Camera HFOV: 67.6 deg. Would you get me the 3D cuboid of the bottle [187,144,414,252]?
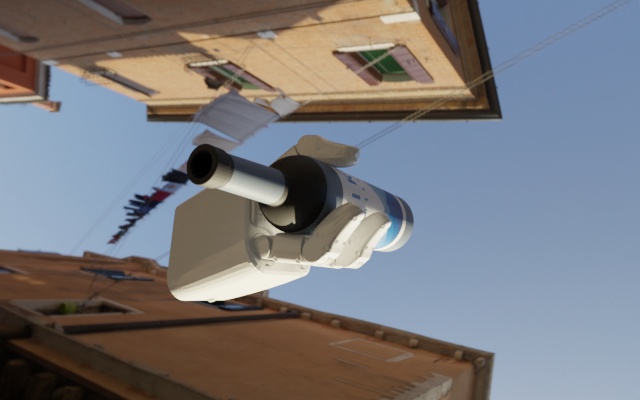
[{"bbox_3d":[0.000,0.001,0.428,0.069,0.069,0.296,0,-10,32],"label":"bottle"}]
